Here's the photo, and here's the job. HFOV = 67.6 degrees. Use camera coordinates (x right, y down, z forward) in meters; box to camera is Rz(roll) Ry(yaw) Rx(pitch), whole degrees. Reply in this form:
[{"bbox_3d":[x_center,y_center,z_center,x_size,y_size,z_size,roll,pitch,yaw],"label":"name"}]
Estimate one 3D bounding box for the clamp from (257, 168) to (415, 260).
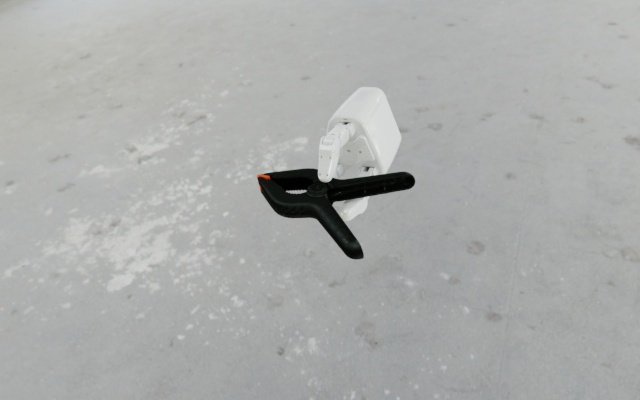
[{"bbox_3d":[0.000,0.001,0.620,0.210,0.036,0.164,9,39,23],"label":"clamp"}]
